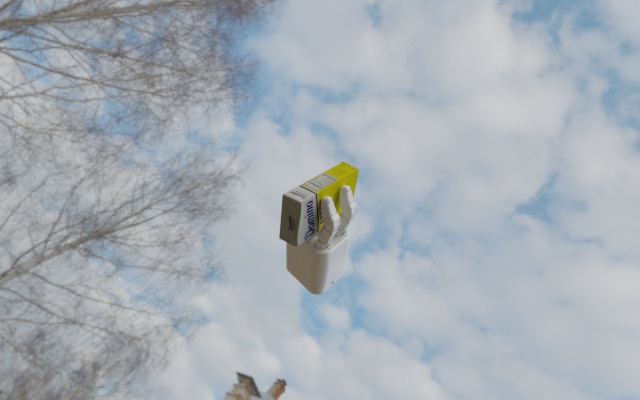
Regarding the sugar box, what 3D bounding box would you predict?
[{"bbox_3d":[0.001,0.003,0.849,0.048,0.093,0.176,24,36,25],"label":"sugar box"}]
